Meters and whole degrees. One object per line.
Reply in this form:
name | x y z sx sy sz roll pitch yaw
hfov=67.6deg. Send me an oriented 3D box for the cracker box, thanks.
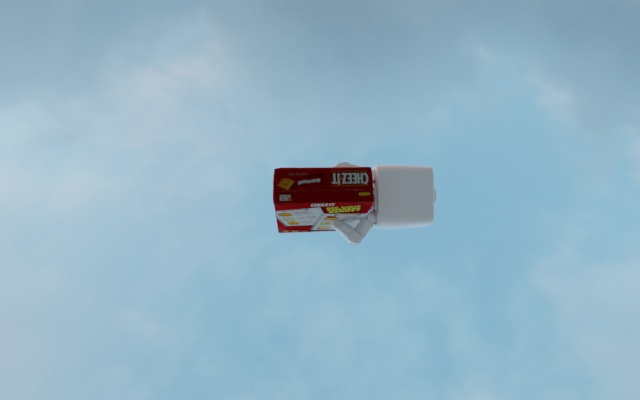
cracker box | 0.000 0.003 0.869 0.164 0.072 0.214 -2 -16 -3
